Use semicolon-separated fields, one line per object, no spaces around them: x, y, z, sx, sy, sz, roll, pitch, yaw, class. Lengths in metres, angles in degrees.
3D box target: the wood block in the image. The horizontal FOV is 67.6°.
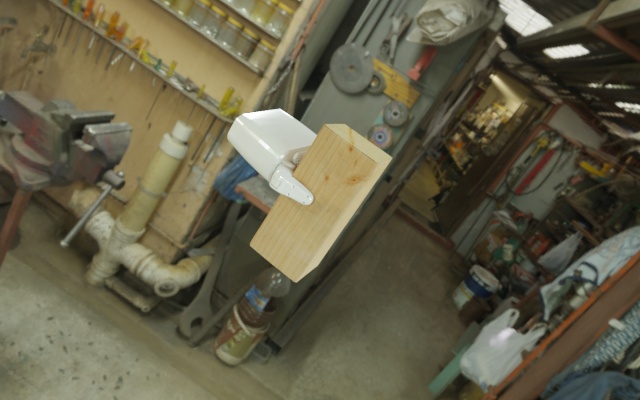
0.000;0.002;0.679;0.090;0.206;0.091;37;20;12;wood block
